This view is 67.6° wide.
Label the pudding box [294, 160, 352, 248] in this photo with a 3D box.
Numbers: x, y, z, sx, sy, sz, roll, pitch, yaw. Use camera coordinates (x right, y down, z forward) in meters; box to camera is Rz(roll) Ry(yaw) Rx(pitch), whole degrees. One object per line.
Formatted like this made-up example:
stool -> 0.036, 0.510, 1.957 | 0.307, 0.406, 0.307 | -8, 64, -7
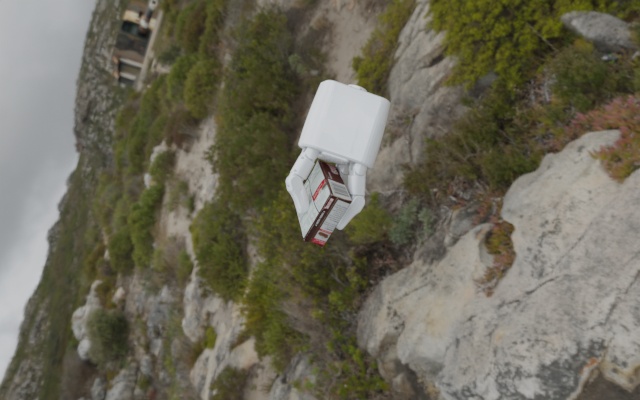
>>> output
pudding box -> 0.000, 0.002, 0.734 | 0.039, 0.090, 0.113 | 21, 25, -21
